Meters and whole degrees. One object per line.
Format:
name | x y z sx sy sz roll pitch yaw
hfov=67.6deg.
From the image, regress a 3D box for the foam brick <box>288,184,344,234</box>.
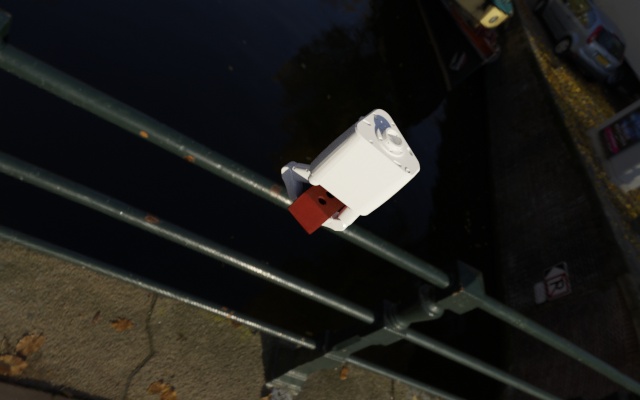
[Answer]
foam brick | 0.000 0.003 0.711 0.051 0.053 0.078 -41 0 43
